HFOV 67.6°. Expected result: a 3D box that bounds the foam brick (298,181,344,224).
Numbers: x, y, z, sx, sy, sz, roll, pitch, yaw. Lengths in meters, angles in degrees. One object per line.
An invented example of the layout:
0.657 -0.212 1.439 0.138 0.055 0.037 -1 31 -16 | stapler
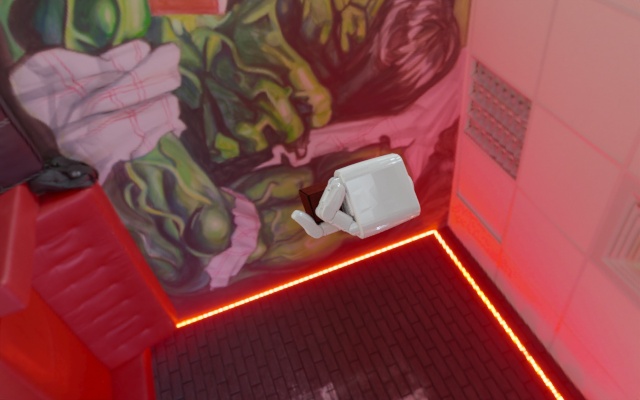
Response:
0.000 0.003 0.816 0.051 0.053 0.078 -20 13 -10 | foam brick
